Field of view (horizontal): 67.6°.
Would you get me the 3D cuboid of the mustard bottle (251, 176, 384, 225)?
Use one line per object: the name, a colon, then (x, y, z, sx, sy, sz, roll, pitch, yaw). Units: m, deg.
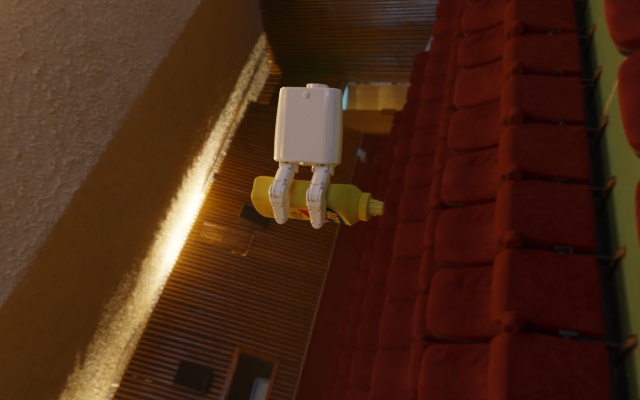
mustard bottle: (0.000, 0.003, 0.718, 0.191, 0.058, 0.096, 5, -19, 17)
